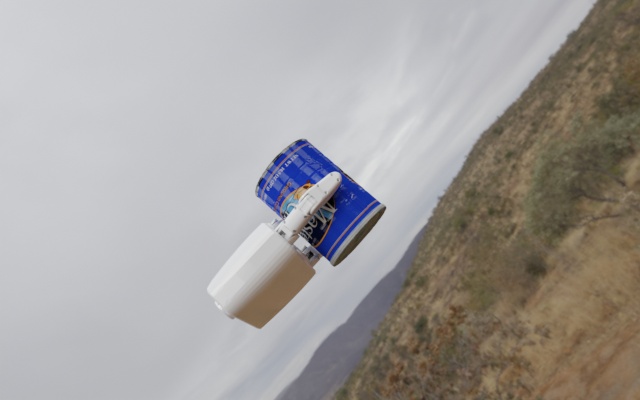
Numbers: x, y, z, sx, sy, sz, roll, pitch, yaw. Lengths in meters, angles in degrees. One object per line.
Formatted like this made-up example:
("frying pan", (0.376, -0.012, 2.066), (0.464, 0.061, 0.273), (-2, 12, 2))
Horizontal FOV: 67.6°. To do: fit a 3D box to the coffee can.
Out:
("coffee can", (0.000, 0.002, 0.625), (0.140, 0.103, 0.103), (41, 10, 12))
